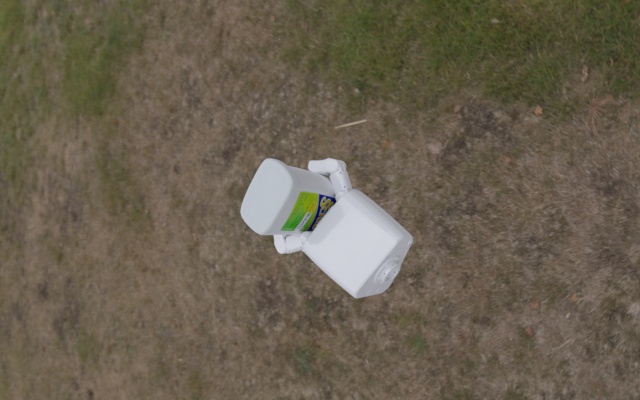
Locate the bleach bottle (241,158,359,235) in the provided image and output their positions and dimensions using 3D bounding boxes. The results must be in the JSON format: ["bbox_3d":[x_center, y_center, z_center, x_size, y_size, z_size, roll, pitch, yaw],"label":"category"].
[{"bbox_3d":[0.000,0.002,0.721,0.068,0.102,0.251,41,21,31],"label":"bleach bottle"}]
